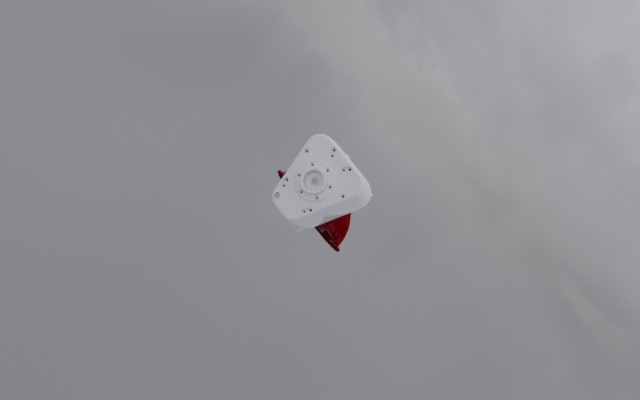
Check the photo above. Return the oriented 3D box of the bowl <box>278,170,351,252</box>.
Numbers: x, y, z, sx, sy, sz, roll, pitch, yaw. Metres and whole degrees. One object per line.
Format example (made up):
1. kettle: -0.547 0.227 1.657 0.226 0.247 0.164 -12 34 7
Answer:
1. bowl: 0.000 0.002 0.766 0.055 0.162 0.162 -37 5 -8
